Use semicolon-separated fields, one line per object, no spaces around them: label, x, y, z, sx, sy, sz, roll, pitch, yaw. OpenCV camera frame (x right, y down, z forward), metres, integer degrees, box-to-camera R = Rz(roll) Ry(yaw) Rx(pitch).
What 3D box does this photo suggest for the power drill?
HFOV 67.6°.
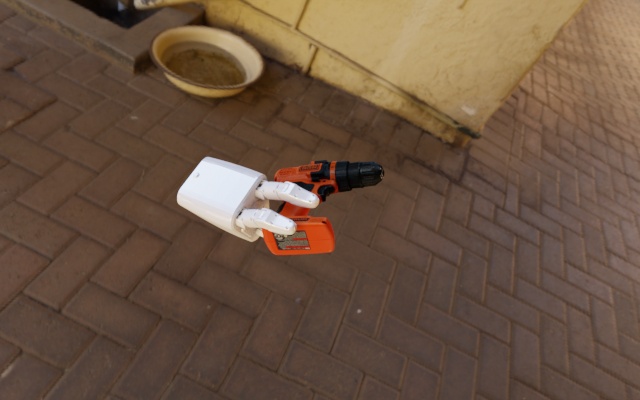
power drill;0.000;0.003;0.733;0.184;0.057;0.187;-6;32;18
